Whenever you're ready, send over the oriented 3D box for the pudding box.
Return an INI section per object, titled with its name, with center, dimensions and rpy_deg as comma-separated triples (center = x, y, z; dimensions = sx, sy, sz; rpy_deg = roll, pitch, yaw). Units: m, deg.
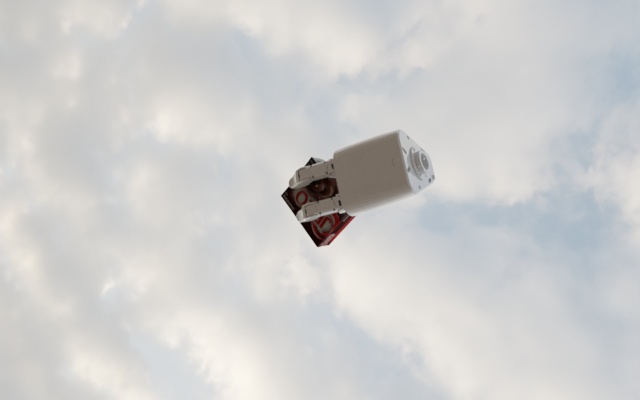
[pudding box]
center = 0.000, 0.002, 0.747
dimensions = 0.039, 0.113, 0.090
rpy_deg = 2, -45, -52
